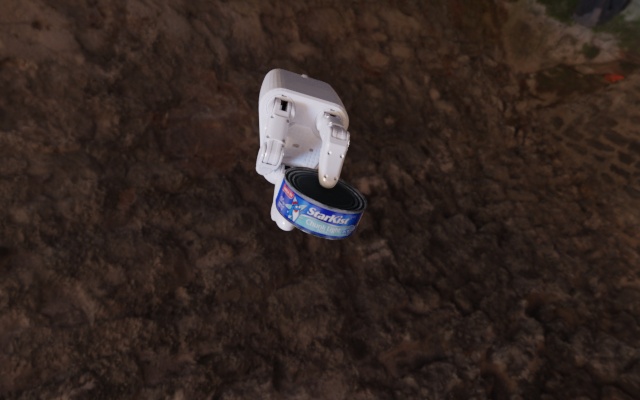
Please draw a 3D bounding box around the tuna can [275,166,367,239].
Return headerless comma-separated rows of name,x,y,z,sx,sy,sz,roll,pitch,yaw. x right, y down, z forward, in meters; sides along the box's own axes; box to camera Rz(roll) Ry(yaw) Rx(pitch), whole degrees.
tuna can,0.000,0.002,0.466,0.086,0.034,0.086,19,22,-8
